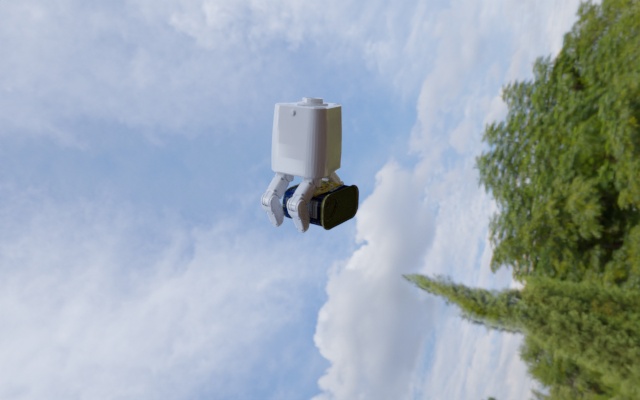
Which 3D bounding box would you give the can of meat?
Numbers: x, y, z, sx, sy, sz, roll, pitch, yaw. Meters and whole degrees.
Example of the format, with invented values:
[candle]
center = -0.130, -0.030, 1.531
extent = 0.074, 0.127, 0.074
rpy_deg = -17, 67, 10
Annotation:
[can of meat]
center = 0.000, 0.002, 0.771
extent = 0.084, 0.057, 0.102
rpy_deg = 13, 22, 34
